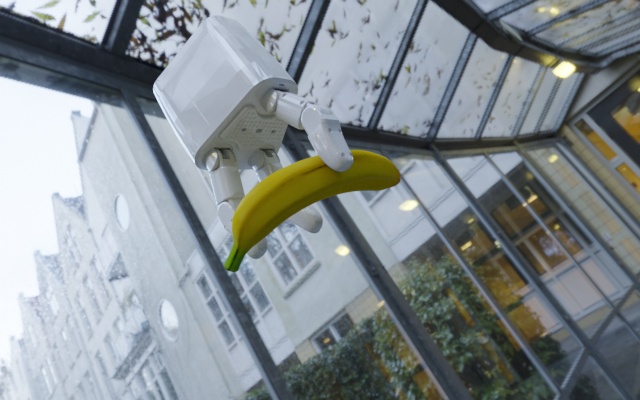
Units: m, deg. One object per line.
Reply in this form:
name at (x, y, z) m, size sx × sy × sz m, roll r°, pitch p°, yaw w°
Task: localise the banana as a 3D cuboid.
banana at (0.000, -0.010, 0.413) m, size 0.197 × 0.070 × 0.037 m, roll -25°, pitch 57°, yaw -29°
